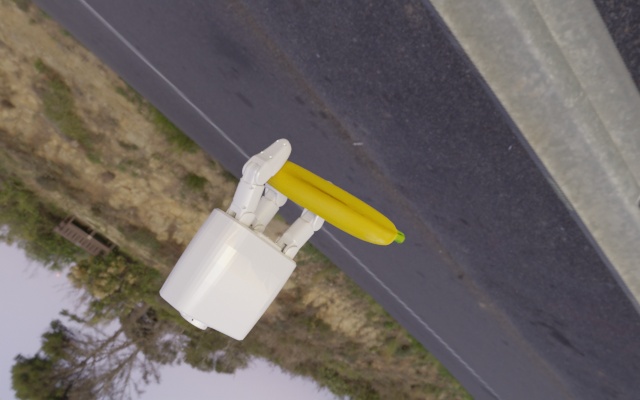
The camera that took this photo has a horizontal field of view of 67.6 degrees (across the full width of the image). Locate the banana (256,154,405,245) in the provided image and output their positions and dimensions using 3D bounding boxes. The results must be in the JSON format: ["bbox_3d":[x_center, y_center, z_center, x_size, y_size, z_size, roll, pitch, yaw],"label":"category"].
[{"bbox_3d":[0.003,0.000,0.517,0.198,0.037,0.069,30,-8,4],"label":"banana"}]
